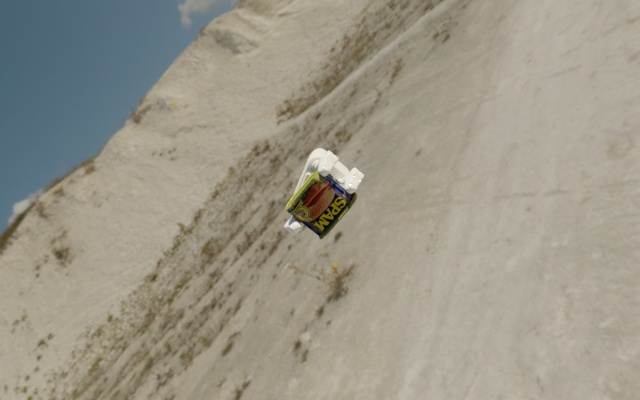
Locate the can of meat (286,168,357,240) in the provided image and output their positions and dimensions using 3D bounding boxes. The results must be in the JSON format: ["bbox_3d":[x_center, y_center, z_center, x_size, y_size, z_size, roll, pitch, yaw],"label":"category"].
[{"bbox_3d":[0.000,0.003,0.838,0.084,0.102,0.057,38,15,-9],"label":"can of meat"}]
